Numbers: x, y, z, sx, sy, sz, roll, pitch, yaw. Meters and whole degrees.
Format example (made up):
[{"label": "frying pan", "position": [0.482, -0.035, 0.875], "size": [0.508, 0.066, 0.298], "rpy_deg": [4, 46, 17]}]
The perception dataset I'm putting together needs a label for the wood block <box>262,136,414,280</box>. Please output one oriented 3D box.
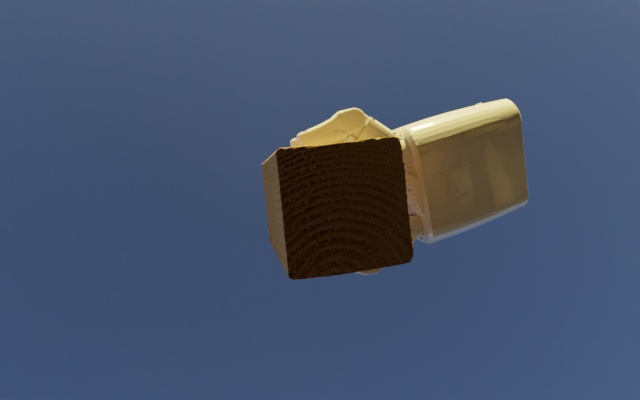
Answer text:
[{"label": "wood block", "position": [0.000, 0.002, 0.423], "size": [0.090, 0.091, 0.206], "rpy_deg": [-7, 3, -9]}]
